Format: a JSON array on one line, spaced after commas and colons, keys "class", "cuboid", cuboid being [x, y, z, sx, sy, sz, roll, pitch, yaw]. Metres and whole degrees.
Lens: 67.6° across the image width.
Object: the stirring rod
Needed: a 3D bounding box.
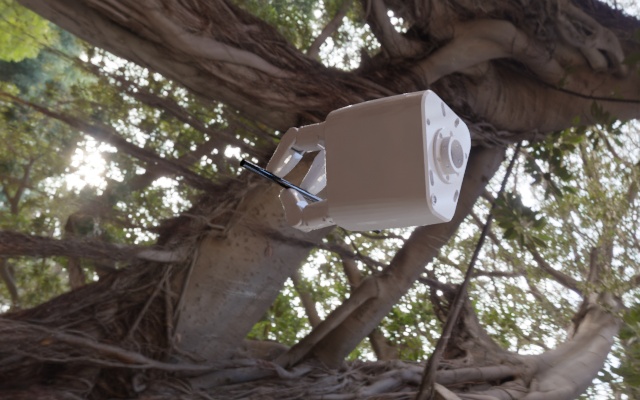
[{"class": "stirring rod", "cuboid": [0.000, 0.002, 0.556, 0.011, 0.011, 0.239, 0, -19, 43]}]
